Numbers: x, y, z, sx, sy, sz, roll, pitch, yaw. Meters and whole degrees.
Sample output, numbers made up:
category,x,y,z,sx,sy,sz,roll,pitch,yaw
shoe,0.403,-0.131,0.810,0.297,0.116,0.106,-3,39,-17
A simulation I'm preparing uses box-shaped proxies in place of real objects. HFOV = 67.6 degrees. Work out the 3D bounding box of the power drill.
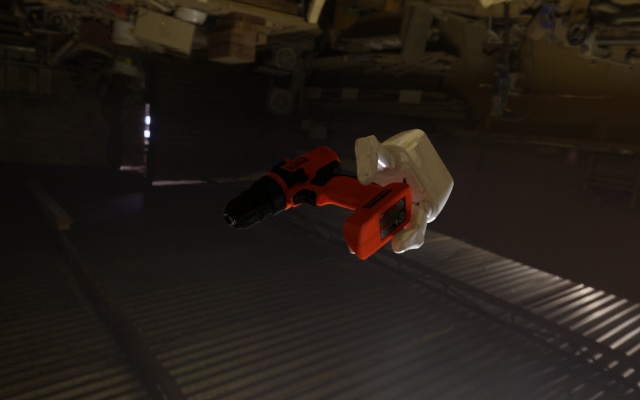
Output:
category,x,y,z,sx,sy,sz,roll,pitch,yaw
power drill,0.001,0.002,0.581,0.187,0.057,0.184,25,47,38
